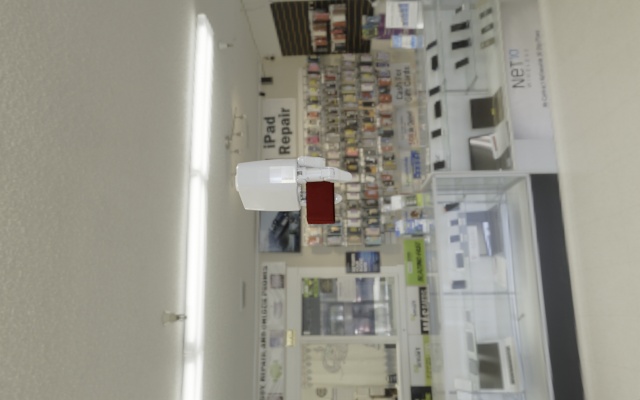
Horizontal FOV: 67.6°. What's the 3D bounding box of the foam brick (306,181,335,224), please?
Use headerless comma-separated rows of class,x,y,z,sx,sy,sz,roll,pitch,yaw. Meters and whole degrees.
foam brick,0.000,0.003,0.868,0.051,0.078,0.053,-2,-11,0
